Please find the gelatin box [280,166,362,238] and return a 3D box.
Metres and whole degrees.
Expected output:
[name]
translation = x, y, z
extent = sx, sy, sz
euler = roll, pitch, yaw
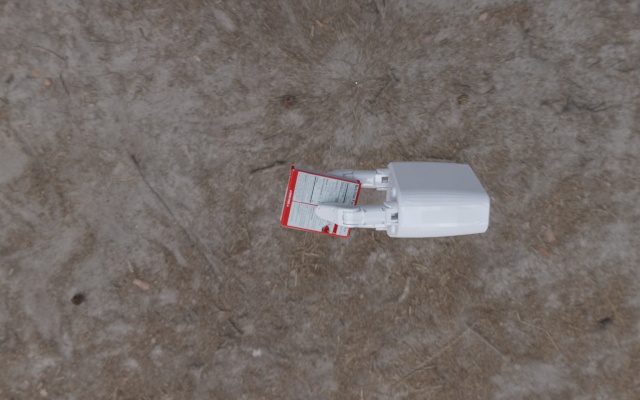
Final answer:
[gelatin box]
translation = 0.000, 0.002, 0.594
extent = 0.089, 0.073, 0.030
euler = 11, 13, -8
